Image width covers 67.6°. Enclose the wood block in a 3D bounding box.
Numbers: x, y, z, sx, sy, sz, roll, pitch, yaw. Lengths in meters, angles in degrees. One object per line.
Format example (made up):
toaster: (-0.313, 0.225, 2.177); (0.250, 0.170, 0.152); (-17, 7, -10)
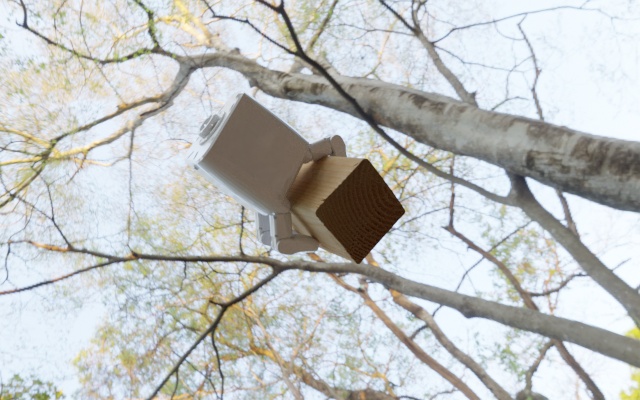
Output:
wood block: (0.000, 0.002, 0.625); (0.091, 0.090, 0.206); (-46, 24, -15)
